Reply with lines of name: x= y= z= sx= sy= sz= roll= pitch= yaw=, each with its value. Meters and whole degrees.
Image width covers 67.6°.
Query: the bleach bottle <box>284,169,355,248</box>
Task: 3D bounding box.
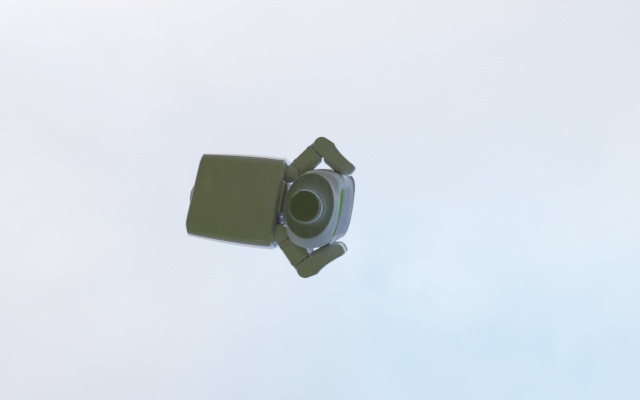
bleach bottle: x=0.000 y=0.002 z=0.559 sx=0.068 sy=0.102 sz=0.251 roll=7 pitch=-2 yaw=7
